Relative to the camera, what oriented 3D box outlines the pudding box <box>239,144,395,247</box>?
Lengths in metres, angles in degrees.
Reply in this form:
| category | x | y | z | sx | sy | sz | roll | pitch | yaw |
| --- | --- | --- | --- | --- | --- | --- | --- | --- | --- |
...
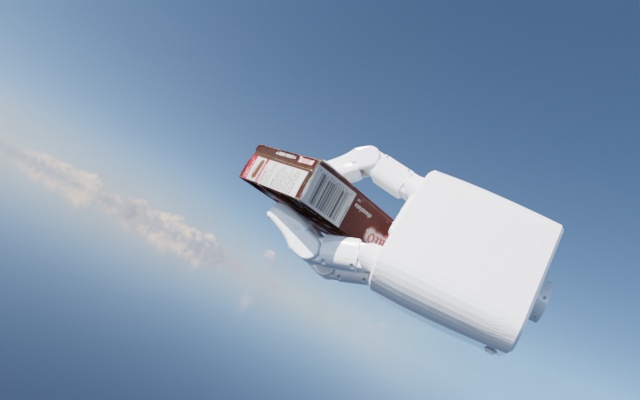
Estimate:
| category | x | y | z | sx | sy | sz | roll | pitch | yaw |
| --- | --- | --- | --- | --- | --- | --- | --- | --- | --- |
| pudding box | 0.000 | 0.001 | 0.403 | 0.090 | 0.039 | 0.113 | 19 | -15 | 50 |
